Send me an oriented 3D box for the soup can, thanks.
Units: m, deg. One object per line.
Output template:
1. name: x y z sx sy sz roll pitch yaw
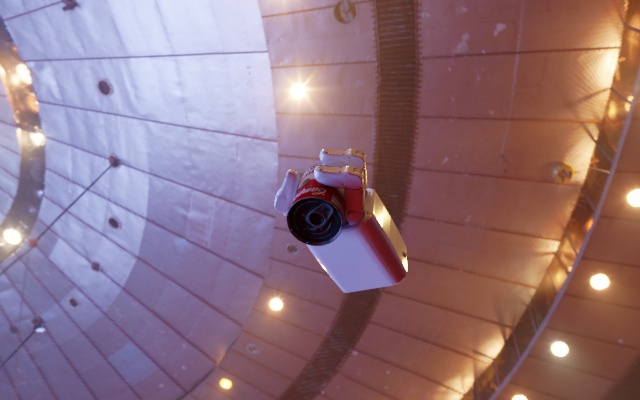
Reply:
1. soup can: 0.000 0.002 0.611 0.068 0.068 0.102 0 29 9
